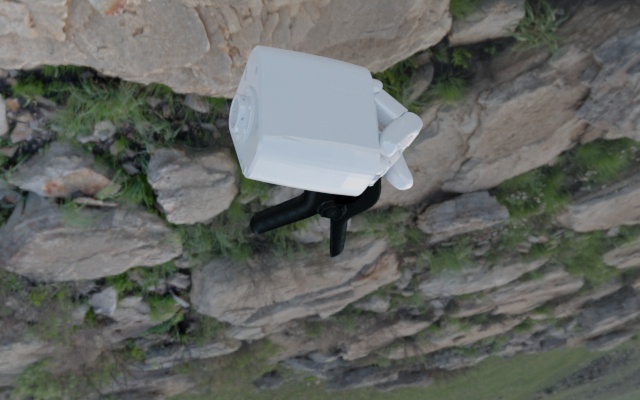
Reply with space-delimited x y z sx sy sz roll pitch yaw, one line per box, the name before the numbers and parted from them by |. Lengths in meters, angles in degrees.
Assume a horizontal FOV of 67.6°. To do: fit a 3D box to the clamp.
clamp | 0.000 0.002 0.512 0.120 0.039 0.172 9 -43 -24
